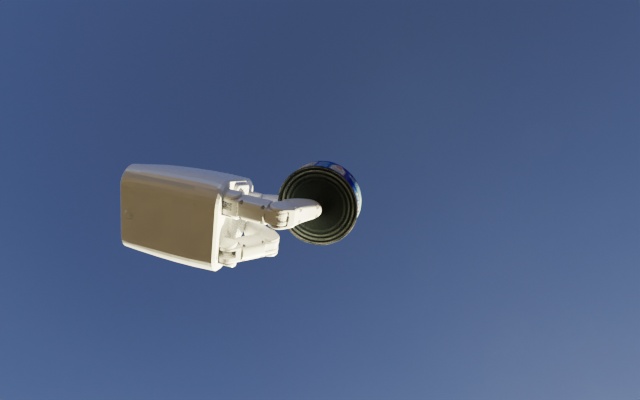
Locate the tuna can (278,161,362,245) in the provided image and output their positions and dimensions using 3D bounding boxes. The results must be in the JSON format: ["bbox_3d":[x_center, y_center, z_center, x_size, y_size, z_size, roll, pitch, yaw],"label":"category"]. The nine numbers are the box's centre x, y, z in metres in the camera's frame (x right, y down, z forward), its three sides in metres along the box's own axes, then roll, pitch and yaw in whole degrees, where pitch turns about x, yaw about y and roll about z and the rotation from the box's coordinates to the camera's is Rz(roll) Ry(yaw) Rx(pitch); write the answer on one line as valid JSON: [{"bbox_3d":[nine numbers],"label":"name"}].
[{"bbox_3d":[0.000,0.002,0.509,0.086,0.086,0.033,0,17,14],"label":"tuna can"}]
